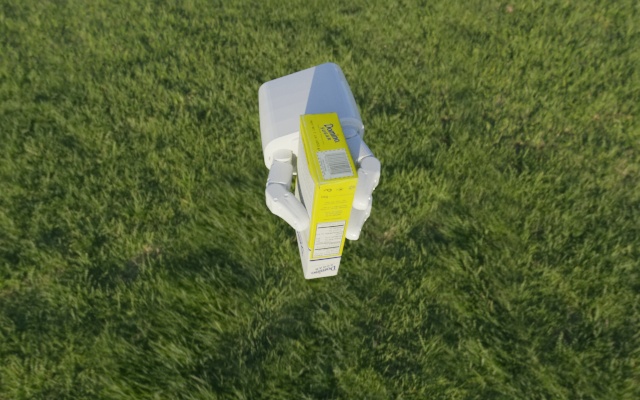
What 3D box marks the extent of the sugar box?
[{"bbox_3d":[0.001,0.001,0.520,0.048,0.093,0.176,-7,-36,-9],"label":"sugar box"}]
